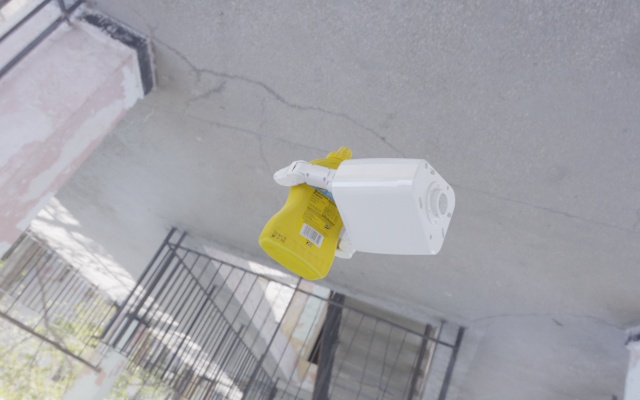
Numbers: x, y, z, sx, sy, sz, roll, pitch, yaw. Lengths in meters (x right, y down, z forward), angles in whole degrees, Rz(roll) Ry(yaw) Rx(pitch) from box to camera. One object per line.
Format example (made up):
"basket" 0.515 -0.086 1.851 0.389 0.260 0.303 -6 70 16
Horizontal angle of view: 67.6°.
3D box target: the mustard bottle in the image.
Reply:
"mustard bottle" 0.000 0.002 0.638 0.096 0.191 0.058 37 -31 -18
